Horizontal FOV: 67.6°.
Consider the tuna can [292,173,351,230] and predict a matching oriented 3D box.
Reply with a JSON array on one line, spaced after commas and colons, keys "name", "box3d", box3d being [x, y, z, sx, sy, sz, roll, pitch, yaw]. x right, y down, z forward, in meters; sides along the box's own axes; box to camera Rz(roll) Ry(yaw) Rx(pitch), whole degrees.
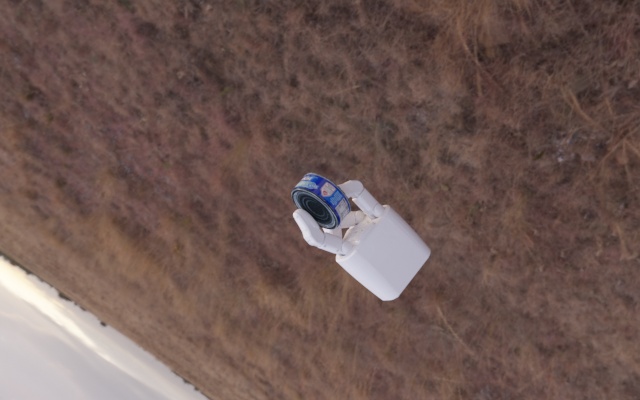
[{"name": "tuna can", "box3d": [0.000, 0.003, 0.693, 0.086, 0.086, 0.033, 0, 44, 54]}]
